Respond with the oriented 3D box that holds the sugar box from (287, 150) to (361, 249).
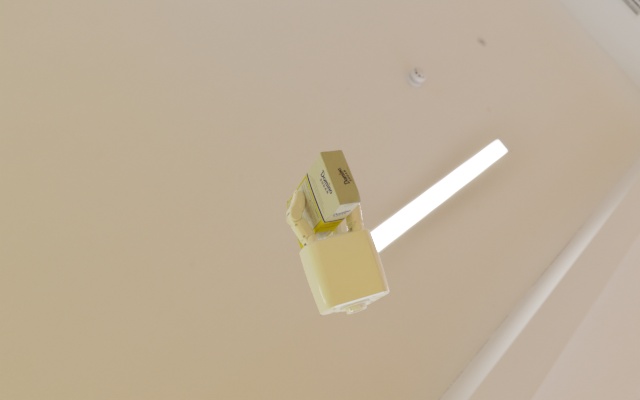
[{"bbox_3d":[0.001,0.003,0.782,0.048,0.093,0.176,-8,-22,-30],"label":"sugar box"}]
